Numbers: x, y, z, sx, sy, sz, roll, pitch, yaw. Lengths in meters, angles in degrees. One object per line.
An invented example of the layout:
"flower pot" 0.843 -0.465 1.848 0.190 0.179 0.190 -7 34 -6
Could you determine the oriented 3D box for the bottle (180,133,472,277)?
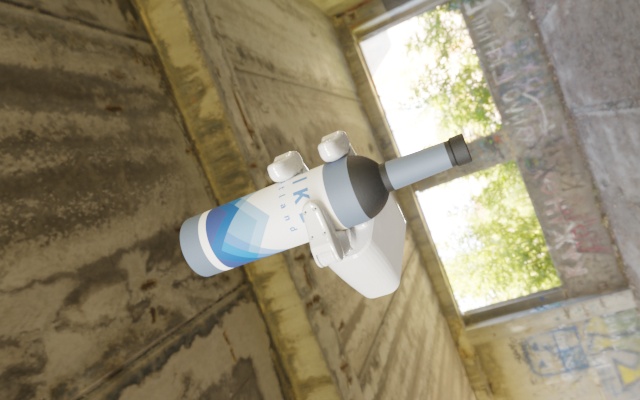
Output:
"bottle" 0.000 0.002 0.472 0.296 0.069 0.069 -21 -7 18
